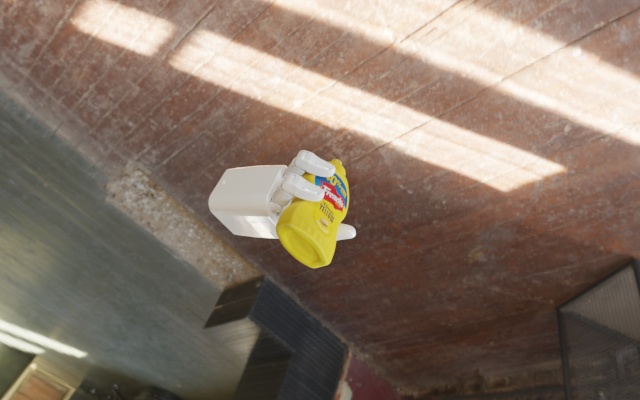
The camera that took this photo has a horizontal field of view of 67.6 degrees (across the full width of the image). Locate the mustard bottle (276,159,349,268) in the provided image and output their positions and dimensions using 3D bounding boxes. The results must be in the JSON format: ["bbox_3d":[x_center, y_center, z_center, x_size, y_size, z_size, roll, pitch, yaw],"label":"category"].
[{"bbox_3d":[0.000,0.003,0.729,0.058,0.191,0.096,-22,-58,36],"label":"mustard bottle"}]
